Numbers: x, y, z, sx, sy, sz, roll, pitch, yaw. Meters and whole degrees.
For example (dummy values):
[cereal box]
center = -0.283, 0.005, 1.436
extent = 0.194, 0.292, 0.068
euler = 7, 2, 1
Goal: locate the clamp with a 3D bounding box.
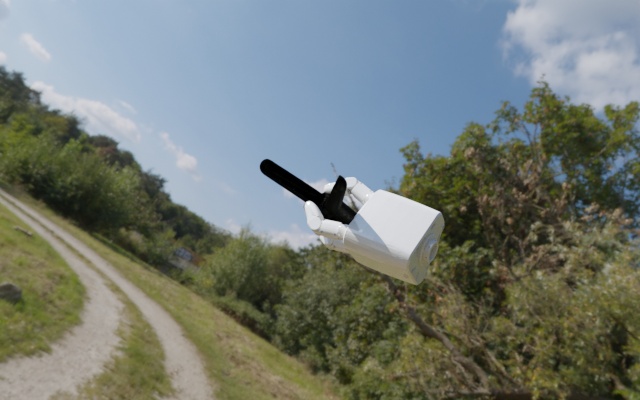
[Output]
[clamp]
center = 0.001, 0.002, 0.781
extent = 0.164, 0.036, 0.210
euler = 19, -20, 32
